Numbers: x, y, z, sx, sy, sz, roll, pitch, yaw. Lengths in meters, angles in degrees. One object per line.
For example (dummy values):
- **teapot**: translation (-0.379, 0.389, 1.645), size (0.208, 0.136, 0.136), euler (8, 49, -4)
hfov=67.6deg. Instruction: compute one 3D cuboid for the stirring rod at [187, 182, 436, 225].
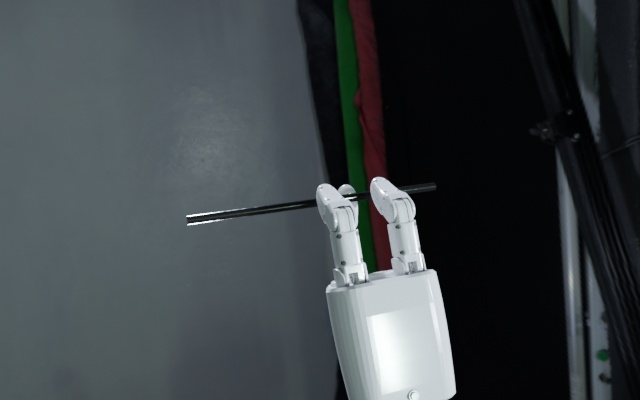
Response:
- **stirring rod**: translation (0.000, 0.002, 0.443), size (0.239, 0.011, 0.011), euler (-8, 2, -17)
